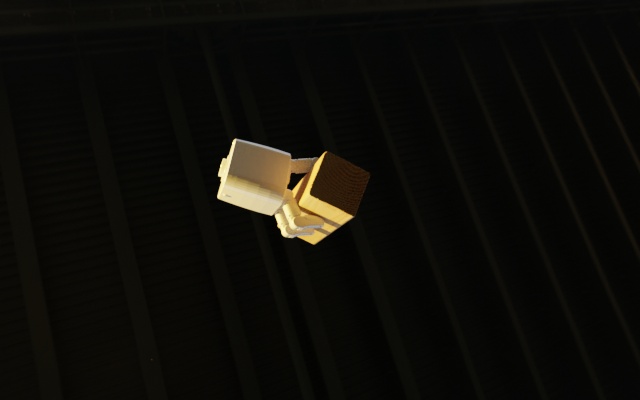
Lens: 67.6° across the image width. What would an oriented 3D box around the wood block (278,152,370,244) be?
[{"bbox_3d":[0.000,0.003,0.887,0.090,0.090,0.206,26,-24,-10],"label":"wood block"}]
